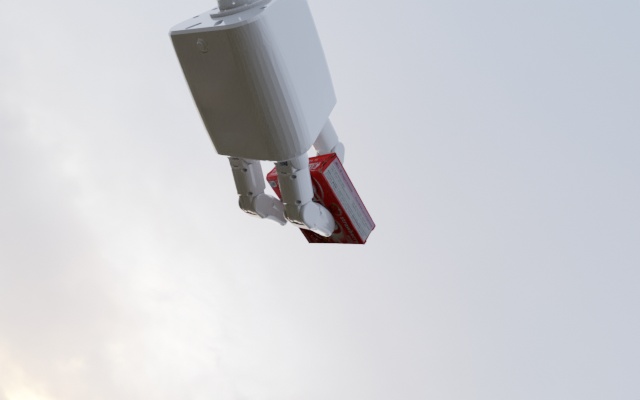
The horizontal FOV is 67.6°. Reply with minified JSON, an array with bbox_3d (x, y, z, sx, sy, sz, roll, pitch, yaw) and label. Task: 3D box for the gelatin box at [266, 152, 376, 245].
[{"bbox_3d":[0.000,0.001,0.451,0.073,0.089,0.030,-4,38,44],"label":"gelatin box"}]
